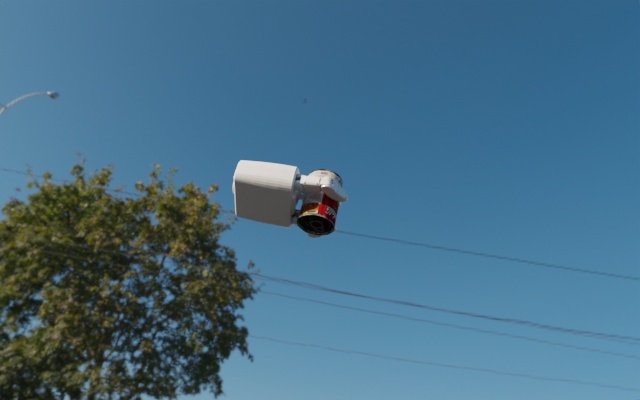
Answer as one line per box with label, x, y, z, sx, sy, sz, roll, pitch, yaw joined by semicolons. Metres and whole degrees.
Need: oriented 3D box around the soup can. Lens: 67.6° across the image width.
soup can;0.001;0.003;0.864;0.068;0.102;0.069;9;-34;6
